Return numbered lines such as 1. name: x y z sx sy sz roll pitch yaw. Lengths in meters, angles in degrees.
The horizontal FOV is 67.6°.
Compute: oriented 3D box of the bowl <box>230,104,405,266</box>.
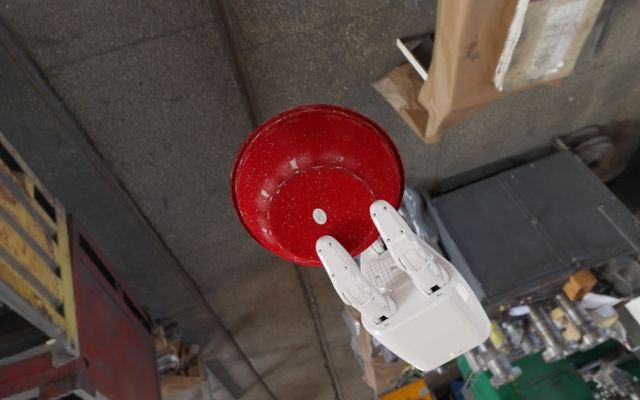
1. bowl: -0.001 0.001 0.418 0.162 0.162 0.055 0 27 -4
